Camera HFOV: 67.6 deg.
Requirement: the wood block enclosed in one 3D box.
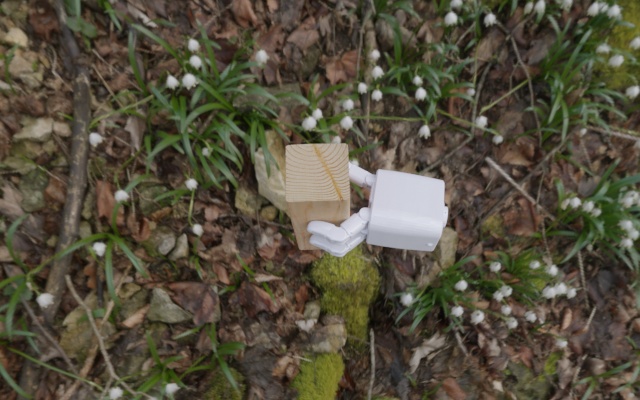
[{"bbox_3d":[0.001,0.002,0.749,0.090,0.090,0.206,-2,-25,2],"label":"wood block"}]
